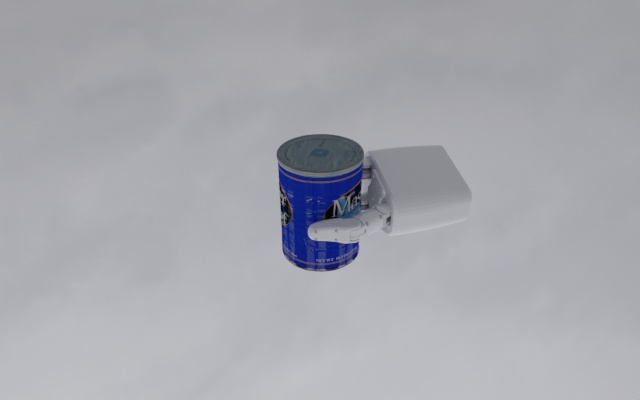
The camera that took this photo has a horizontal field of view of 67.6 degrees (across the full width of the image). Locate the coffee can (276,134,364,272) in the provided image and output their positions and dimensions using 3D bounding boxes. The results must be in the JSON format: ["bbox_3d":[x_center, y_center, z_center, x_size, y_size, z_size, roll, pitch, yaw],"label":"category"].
[{"bbox_3d":[0.000,0.002,0.594,0.103,0.140,0.102,0,32,0],"label":"coffee can"}]
